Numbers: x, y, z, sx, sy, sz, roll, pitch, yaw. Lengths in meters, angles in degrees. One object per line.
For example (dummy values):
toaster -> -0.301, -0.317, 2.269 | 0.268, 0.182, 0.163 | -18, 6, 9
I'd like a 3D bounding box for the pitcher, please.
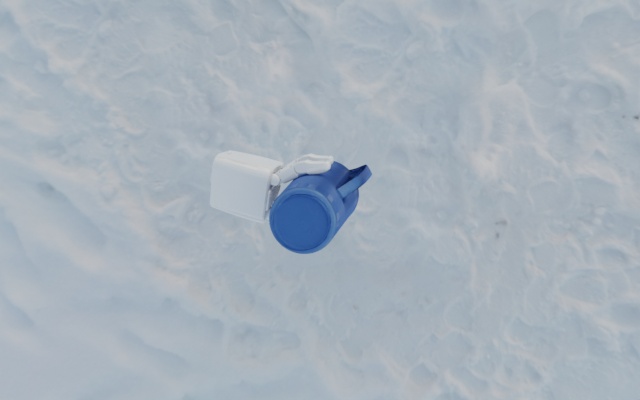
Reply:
pitcher -> 0.000, 0.003, 0.843 | 0.145, 0.149, 0.242 | 16, 14, 6
